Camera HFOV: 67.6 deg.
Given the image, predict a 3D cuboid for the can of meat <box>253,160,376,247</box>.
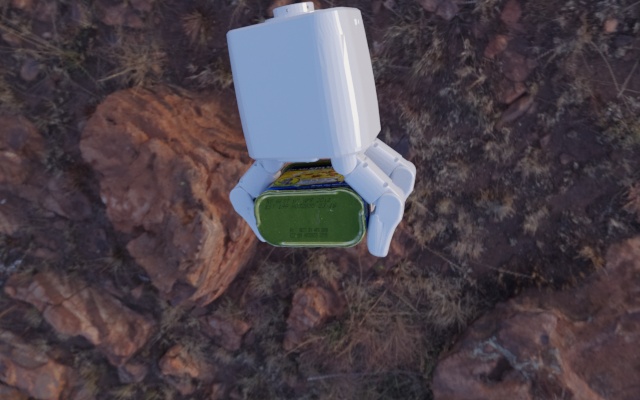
[{"bbox_3d":[0.000,0.002,0.432,0.102,0.057,0.084,-2,20,17],"label":"can of meat"}]
